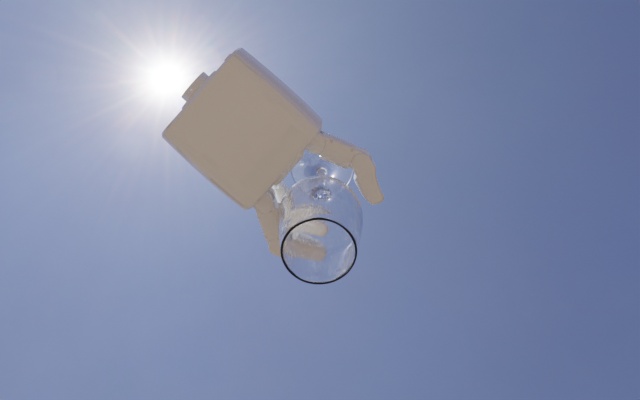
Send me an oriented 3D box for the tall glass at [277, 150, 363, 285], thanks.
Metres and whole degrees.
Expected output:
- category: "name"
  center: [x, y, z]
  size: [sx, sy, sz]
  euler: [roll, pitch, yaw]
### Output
- category: "tall glass"
  center: [0.000, 0.001, 0.472]
  size: [0.079, 0.079, 0.201]
  euler: [0, 24, 1]
